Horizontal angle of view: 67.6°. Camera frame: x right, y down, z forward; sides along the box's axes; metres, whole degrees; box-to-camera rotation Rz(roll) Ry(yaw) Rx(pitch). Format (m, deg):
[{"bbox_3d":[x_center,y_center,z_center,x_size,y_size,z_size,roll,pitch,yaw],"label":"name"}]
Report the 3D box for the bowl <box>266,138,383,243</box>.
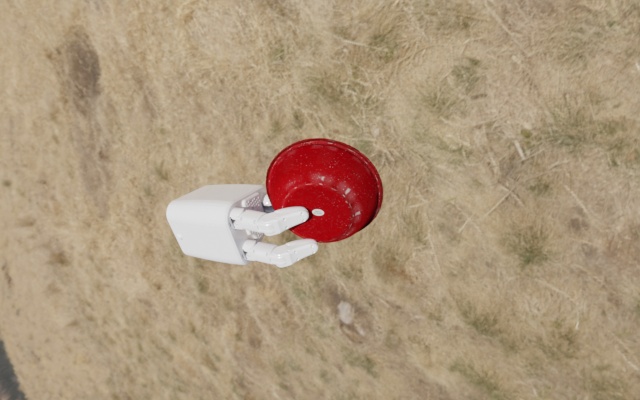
[{"bbox_3d":[0.001,0.002,0.625,0.162,0.162,0.055,0,35,11],"label":"bowl"}]
